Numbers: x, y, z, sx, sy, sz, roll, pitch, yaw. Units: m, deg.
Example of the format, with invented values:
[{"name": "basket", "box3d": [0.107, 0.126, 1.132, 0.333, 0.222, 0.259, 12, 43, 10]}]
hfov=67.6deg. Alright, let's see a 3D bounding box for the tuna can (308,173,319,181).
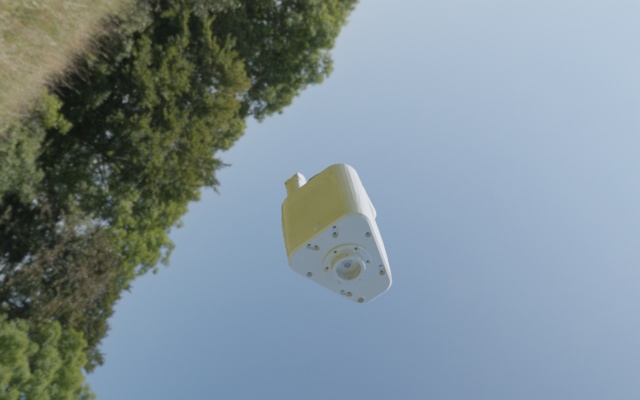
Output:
[{"name": "tuna can", "box3d": [0.000, 0.002, 0.645, 0.034, 0.086, 0.086, 44, -24, -28]}]
